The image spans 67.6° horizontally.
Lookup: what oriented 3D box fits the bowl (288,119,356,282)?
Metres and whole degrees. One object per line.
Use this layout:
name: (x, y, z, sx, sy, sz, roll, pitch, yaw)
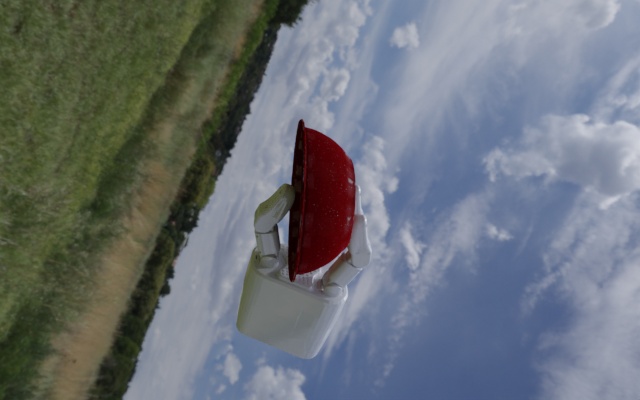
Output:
bowl: (0.001, 0.001, 0.478, 0.055, 0.162, 0.162, 3, 0, -6)
